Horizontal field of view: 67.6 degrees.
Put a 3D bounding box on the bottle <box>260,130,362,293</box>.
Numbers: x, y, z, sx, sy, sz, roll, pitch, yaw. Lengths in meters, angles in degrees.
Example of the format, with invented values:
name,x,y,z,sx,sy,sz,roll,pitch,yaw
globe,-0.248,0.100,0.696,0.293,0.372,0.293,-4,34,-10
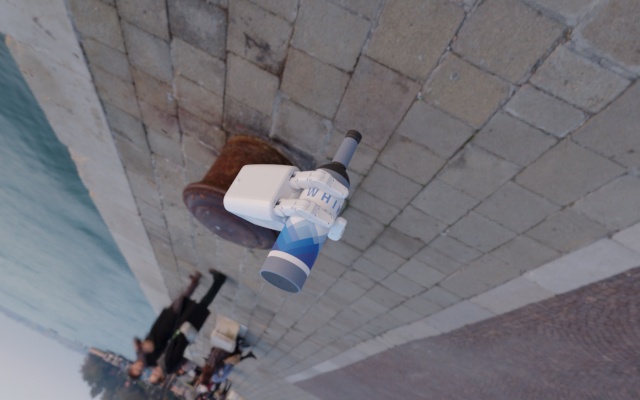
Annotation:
name,x,y,z,sx,sy,sz,roll,pitch,yaw
bottle,0.000,0.003,0.764,0.069,0.295,0.069,21,-27,12
